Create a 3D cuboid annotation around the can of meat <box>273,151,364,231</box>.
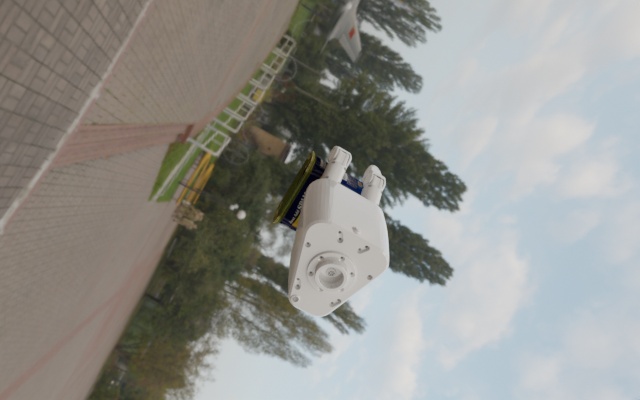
[{"bbox_3d":[0.000,0.002,0.617,0.084,0.102,0.057,29,17,-10],"label":"can of meat"}]
